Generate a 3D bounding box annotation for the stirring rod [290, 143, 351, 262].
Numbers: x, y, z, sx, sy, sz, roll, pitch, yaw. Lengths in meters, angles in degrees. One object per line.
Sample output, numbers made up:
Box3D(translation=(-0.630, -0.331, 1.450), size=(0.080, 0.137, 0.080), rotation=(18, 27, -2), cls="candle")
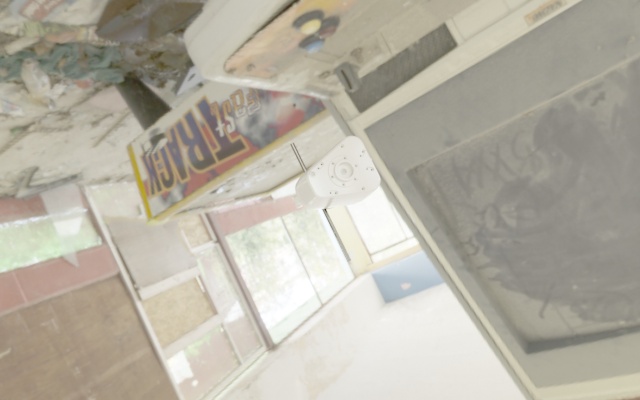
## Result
Box3D(translation=(0.000, 0.003, 0.877), size=(0.011, 0.239, 0.011), rotation=(-26, -3, -1), cls="stirring rod")
